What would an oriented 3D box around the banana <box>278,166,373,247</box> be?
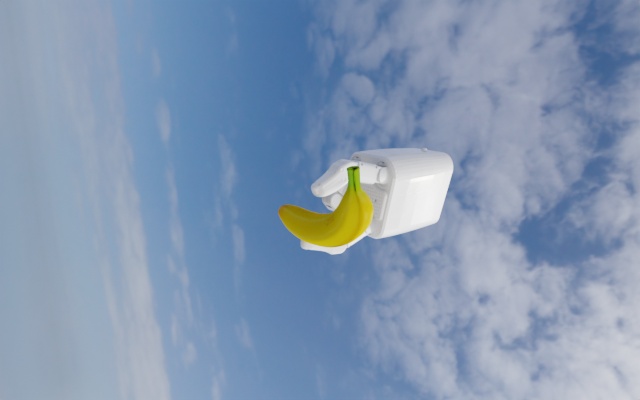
[{"bbox_3d":[0.006,0.019,0.526,0.037,0.069,0.198,-11,-8,-29],"label":"banana"}]
